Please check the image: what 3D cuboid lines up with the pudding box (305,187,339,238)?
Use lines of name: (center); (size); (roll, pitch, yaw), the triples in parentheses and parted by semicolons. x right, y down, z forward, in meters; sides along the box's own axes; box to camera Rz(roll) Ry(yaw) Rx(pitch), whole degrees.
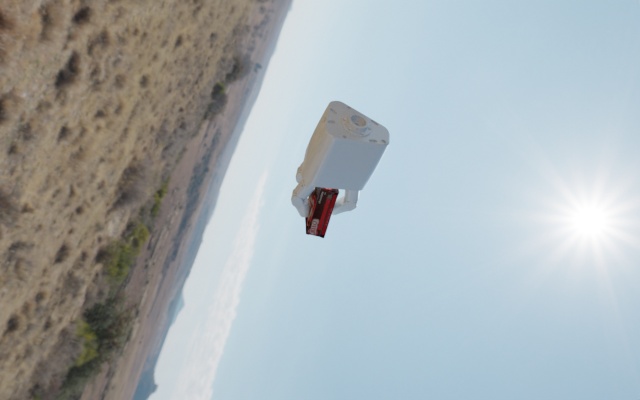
pudding box: (0.000, 0.003, 0.852); (0.039, 0.090, 0.113); (16, 19, -7)
